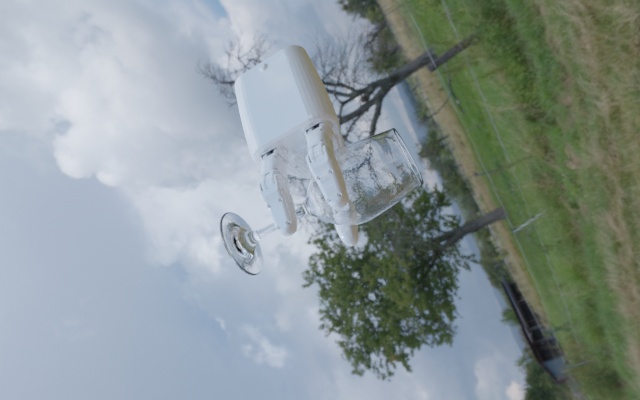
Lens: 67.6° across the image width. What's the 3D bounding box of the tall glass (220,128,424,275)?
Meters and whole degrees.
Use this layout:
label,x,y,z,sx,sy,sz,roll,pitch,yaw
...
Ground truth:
label,x,y,z,sx,sy,sz,roll,pitch,yaw
tall glass,0.000,0.002,0.485,0.201,0.079,0.079,-27,-8,16
